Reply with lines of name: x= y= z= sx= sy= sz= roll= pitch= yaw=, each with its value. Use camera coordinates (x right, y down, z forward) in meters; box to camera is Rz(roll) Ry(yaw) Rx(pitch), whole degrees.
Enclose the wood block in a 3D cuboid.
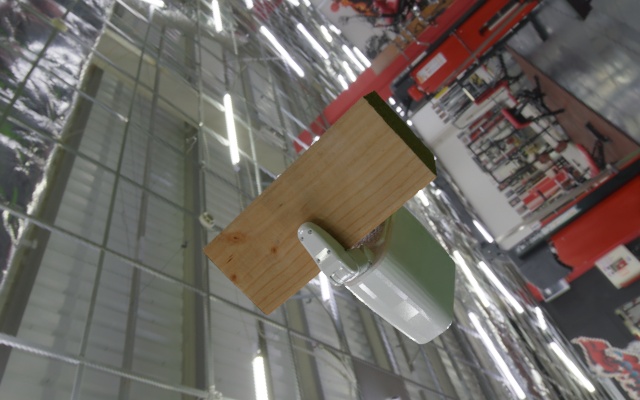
wood block: x=0.000 y=0.002 z=0.453 sx=0.206 sy=0.090 sz=0.090 roll=-42 pitch=5 yaw=19
